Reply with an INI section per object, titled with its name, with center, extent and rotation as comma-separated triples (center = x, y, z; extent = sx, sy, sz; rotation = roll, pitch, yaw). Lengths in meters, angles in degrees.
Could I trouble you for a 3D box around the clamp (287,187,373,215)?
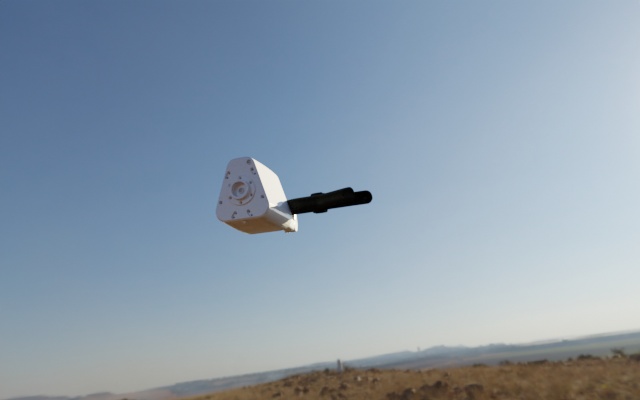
[clamp]
center = 0.000, 0.002, 0.836
extent = 0.171, 0.039, 0.120
rotation = -12, -12, 12
